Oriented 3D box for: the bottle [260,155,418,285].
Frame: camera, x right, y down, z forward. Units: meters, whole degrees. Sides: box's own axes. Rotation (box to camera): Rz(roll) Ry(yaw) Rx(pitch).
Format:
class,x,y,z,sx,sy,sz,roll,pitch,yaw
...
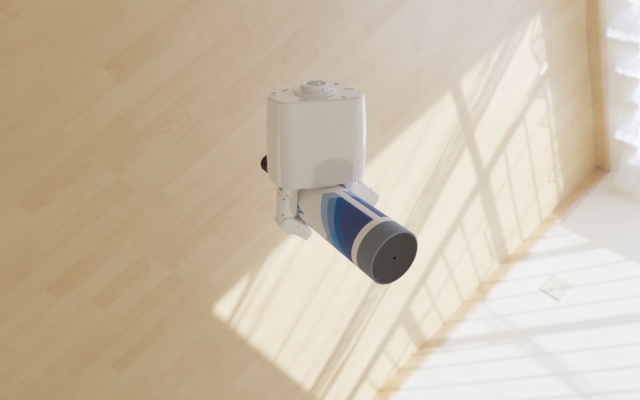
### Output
class,x,y,z,sx,sy,sz,roll,pitch,yaw
bottle,0.000,0.002,0.616,0.069,0.069,0.295,0,24,-36
